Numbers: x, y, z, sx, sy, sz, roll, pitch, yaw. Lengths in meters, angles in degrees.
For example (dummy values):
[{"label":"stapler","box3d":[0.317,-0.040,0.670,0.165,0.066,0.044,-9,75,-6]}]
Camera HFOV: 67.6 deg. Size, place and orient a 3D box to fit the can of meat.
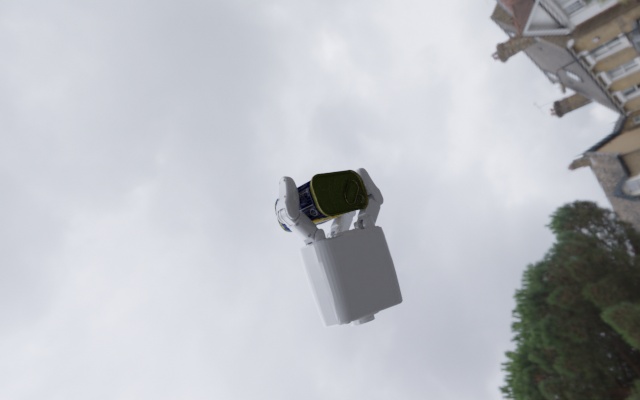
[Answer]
[{"label":"can of meat","box3d":[0.000,0.002,0.648,0.084,0.057,0.102,-26,-10,42]}]
